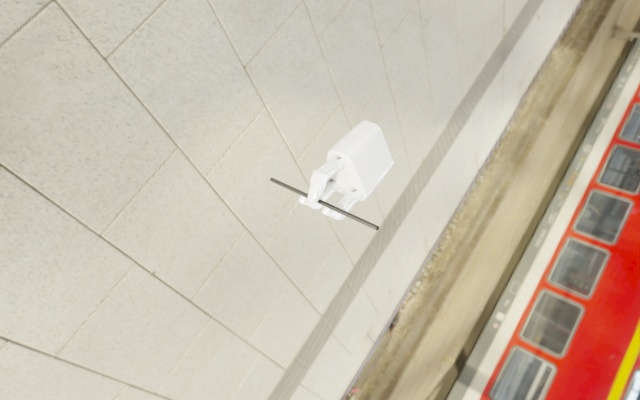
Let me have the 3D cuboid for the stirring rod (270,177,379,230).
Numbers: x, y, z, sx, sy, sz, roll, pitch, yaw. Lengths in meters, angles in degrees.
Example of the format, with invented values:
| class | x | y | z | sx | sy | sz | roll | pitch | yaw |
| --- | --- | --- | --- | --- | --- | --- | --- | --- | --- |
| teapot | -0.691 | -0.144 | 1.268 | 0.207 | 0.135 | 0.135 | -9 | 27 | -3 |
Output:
| class | x | y | z | sx | sy | sz | roll | pitch | yaw |
| --- | --- | --- | --- | --- | --- | --- | --- | --- | --- |
| stirring rod | 0.000 | 0.003 | 0.840 | 0.239 | 0.011 | 0.011 | 25 | 13 | 32 |
